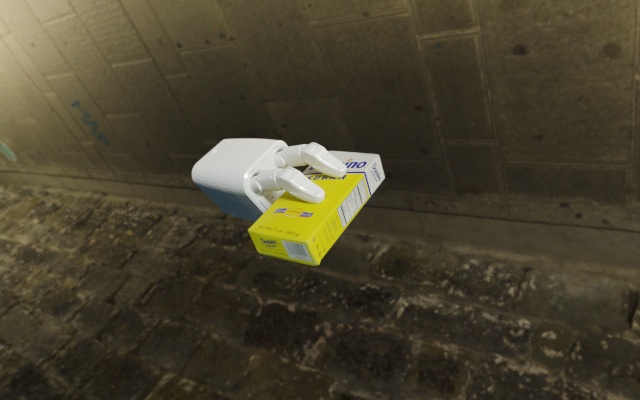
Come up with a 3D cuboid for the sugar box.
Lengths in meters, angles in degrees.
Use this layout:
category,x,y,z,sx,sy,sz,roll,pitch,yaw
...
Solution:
category,x,y,z,sx,sy,sz,roll,pitch,yaw
sugar box,0.000,0.002,0.601,0.093,0.048,0.176,8,44,35
